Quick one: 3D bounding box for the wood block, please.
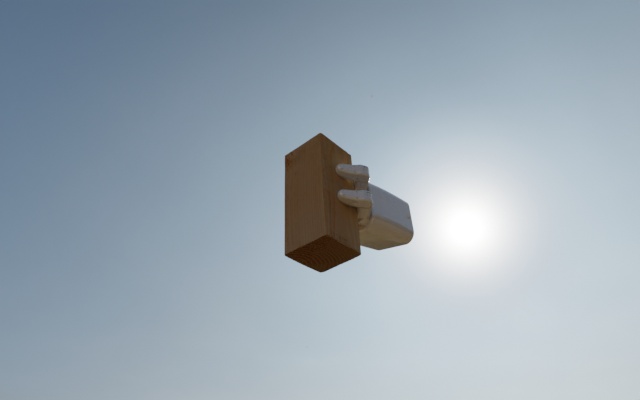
[{"bbox_3d":[0.000,0.003,0.808,0.091,0.206,0.090,-30,-44,32],"label":"wood block"}]
